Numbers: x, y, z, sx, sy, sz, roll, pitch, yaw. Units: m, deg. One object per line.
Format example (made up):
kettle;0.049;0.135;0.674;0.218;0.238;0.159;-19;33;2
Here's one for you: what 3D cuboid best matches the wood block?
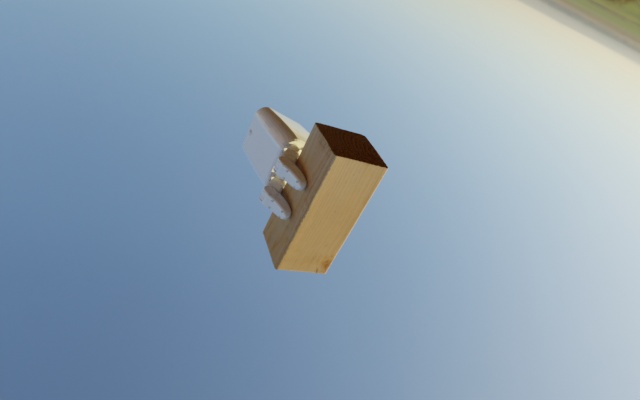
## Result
wood block;0.000;0.002;0.707;0.091;0.206;0.090;10;34;-30
